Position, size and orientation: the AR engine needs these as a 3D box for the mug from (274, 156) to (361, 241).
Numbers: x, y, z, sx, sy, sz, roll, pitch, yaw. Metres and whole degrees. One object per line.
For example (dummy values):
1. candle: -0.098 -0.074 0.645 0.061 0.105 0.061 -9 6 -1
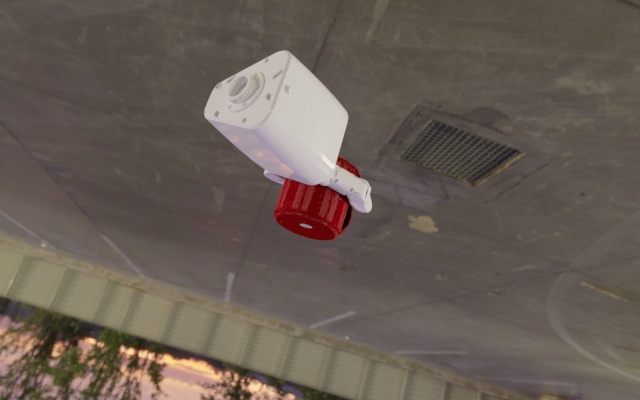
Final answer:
1. mug: 0.001 0.003 0.582 0.093 0.081 0.117 0 -28 38
